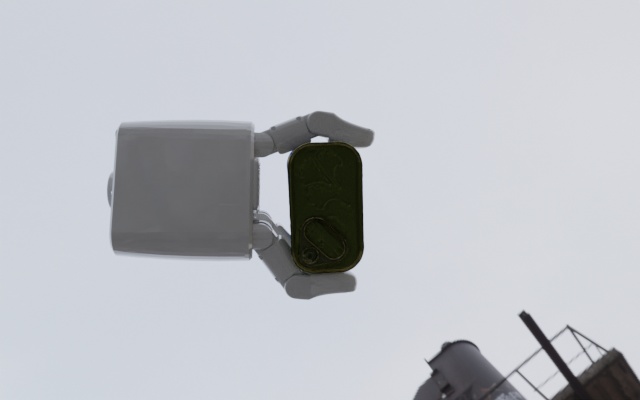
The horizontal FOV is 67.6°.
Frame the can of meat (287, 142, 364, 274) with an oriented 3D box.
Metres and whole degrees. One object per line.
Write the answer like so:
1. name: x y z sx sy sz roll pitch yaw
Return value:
1. can of meat: 0.000 0.001 0.405 0.057 0.102 0.084 -3 8 -6
